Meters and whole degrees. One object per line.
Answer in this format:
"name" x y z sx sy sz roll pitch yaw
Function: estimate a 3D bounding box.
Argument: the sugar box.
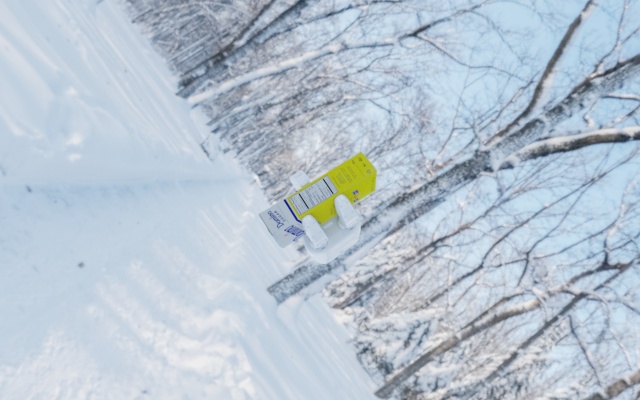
"sugar box" 0.001 0.003 0.714 0.176 0.048 0.093 -34 -18 -6
